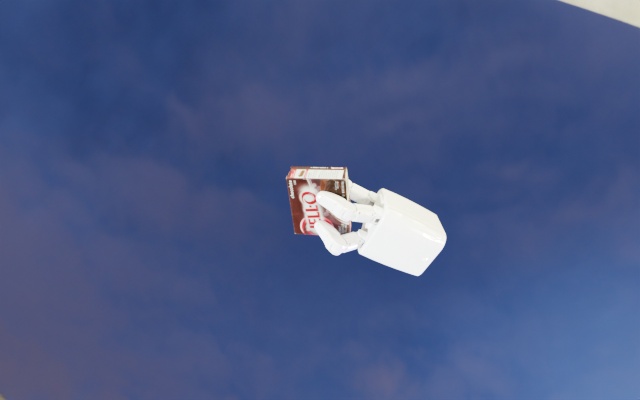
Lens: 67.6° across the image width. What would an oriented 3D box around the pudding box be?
[{"bbox_3d":[0.000,0.002,0.737,0.090,0.114,0.039,1,35,10],"label":"pudding box"}]
